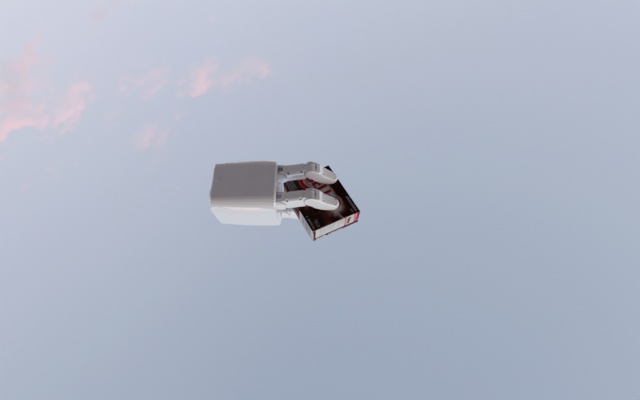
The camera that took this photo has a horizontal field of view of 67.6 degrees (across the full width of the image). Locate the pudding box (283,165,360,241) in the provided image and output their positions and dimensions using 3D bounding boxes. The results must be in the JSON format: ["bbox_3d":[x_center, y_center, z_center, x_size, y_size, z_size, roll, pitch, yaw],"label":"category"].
[{"bbox_3d":[0.000,0.003,0.806,0.090,0.113,0.039,-23,-29,-17],"label":"pudding box"}]
